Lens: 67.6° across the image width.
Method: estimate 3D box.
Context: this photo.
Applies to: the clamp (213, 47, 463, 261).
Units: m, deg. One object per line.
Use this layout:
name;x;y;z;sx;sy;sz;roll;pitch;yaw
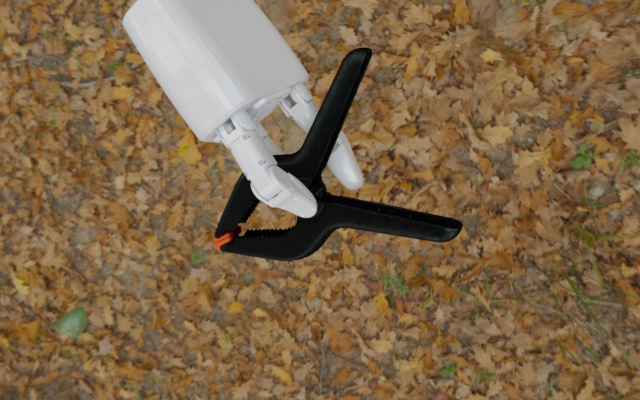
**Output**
clamp;-0.001;0.002;0.402;0.210;0.164;0.036;-34;1;23
